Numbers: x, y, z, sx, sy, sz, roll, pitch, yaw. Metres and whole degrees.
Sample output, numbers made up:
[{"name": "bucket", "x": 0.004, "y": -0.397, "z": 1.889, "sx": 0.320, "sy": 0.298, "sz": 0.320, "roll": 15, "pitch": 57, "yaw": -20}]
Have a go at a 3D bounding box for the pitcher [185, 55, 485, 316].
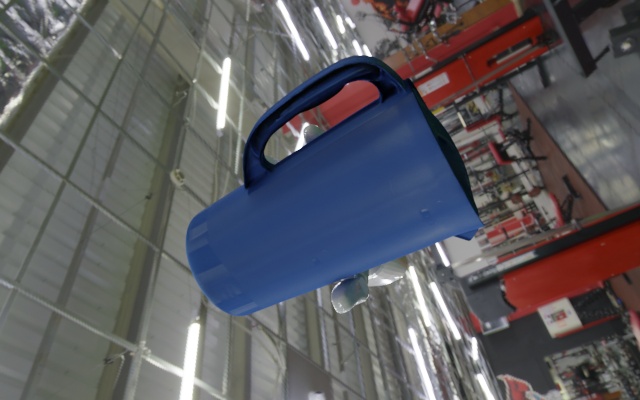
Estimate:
[{"name": "pitcher", "x": 0.000, "y": 0.001, "z": 0.415, "sx": 0.243, "sy": 0.149, "sz": 0.145, "roll": -27, "pitch": -20, "yaw": 18}]
